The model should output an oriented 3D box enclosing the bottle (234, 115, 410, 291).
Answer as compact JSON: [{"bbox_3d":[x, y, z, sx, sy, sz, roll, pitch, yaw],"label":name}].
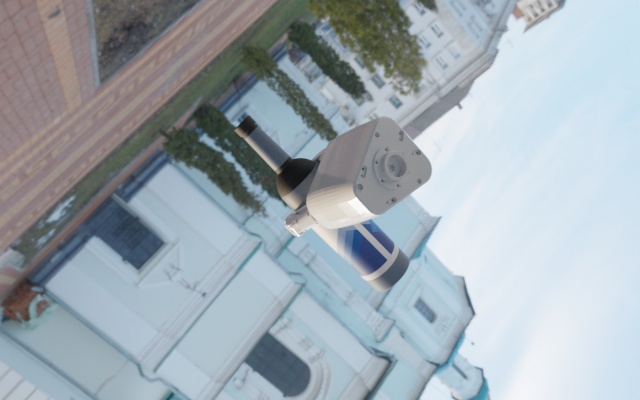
[{"bbox_3d":[0.000,0.002,0.643,0.296,0.069,0.069,45,-14,-14],"label":"bottle"}]
